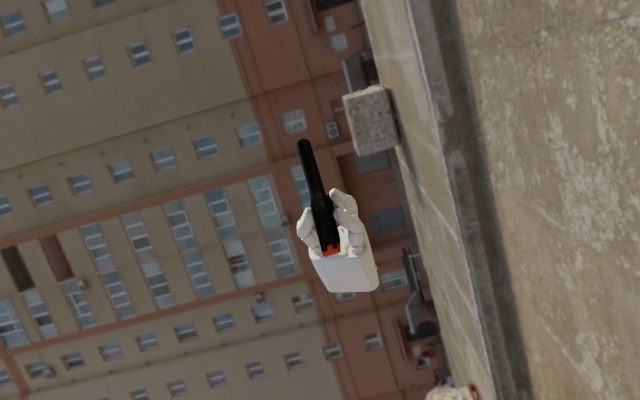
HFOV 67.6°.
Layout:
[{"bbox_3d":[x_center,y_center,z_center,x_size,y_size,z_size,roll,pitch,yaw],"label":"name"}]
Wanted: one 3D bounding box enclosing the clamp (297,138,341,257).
[{"bbox_3d":[-0.001,0.003,0.816,0.036,0.165,0.209,-19,39,8],"label":"clamp"}]
